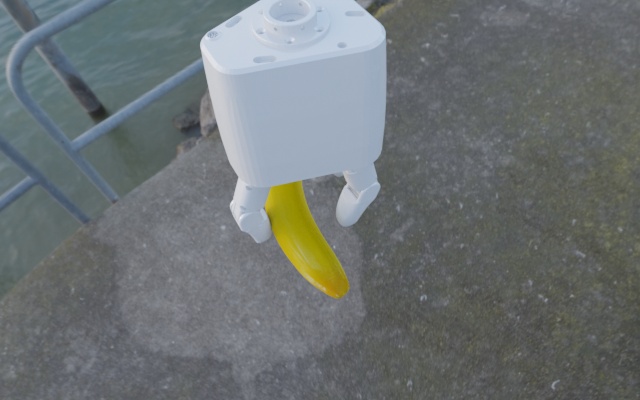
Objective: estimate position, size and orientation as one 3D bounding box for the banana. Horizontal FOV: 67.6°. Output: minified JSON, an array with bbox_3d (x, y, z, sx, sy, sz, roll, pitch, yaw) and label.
[{"bbox_3d":[-0.019,0.000,0.443,0.069,0.197,0.037,-2,-37,-6],"label":"banana"}]
